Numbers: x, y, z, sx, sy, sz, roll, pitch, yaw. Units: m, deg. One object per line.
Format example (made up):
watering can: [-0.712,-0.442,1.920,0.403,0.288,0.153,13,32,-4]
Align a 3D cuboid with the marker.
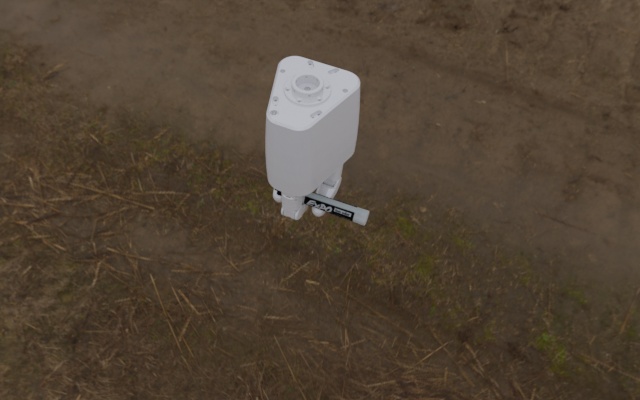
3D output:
marker: [0.000,0.002,0.586,0.121,0.020,0.020,19,4,11]
